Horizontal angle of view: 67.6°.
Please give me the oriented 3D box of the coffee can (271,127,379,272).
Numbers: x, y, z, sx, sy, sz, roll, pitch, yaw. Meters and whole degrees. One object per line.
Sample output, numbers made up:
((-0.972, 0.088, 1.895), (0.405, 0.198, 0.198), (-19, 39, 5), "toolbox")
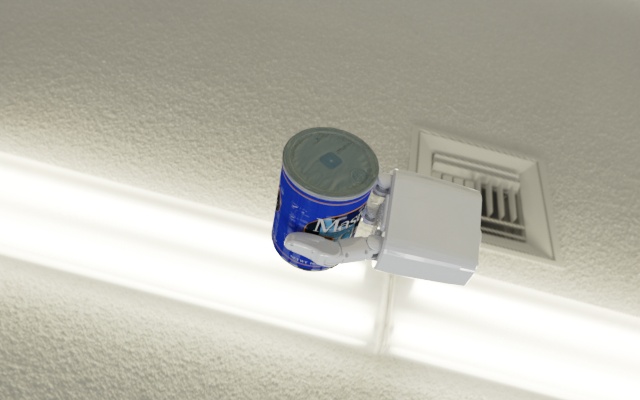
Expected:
((0.000, 0.002, 0.549), (0.103, 0.102, 0.140), (0, -39, -12), "coffee can")
